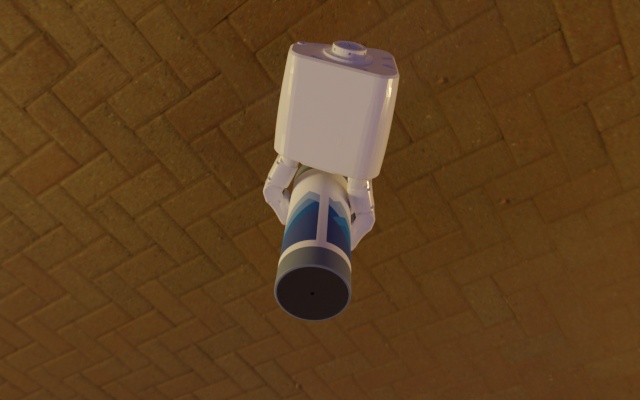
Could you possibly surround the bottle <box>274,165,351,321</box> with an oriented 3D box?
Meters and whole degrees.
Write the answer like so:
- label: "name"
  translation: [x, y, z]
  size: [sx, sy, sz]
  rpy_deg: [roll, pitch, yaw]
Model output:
- label: "bottle"
  translation: [0.000, 0.002, 0.532]
  size: [0.069, 0.069, 0.295]
  rpy_deg: [0, 32, 3]
